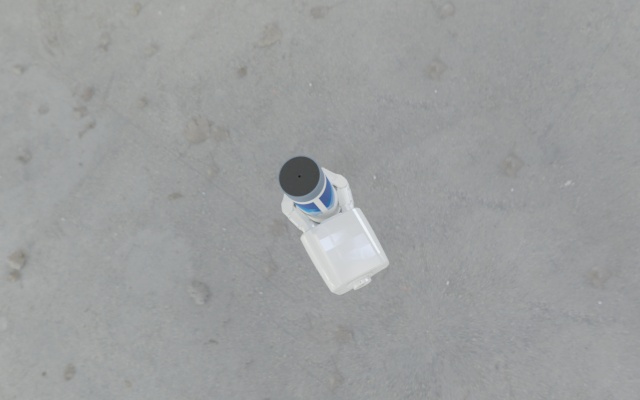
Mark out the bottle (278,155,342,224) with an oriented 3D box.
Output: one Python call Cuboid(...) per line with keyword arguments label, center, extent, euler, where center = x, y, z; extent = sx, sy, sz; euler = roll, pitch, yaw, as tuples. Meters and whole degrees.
Cuboid(label="bottle", center=(0.000, 0.003, 0.835), extent=(0.069, 0.069, 0.296), euler=(0, -15, 13))
